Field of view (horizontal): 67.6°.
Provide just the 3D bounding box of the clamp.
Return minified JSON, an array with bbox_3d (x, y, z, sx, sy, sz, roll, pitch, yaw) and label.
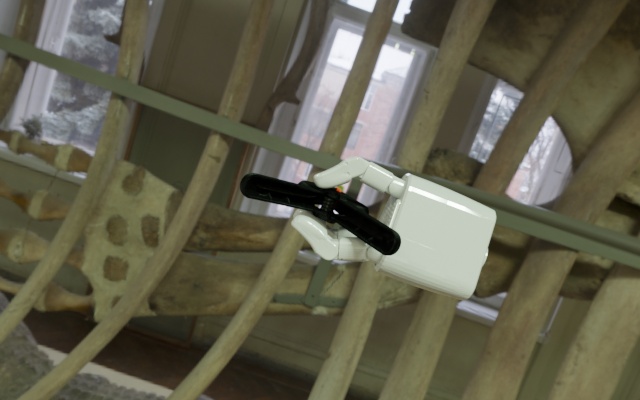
[{"bbox_3d":[0.001,0.001,0.542,0.164,0.036,0.210,23,7,-2],"label":"clamp"}]
